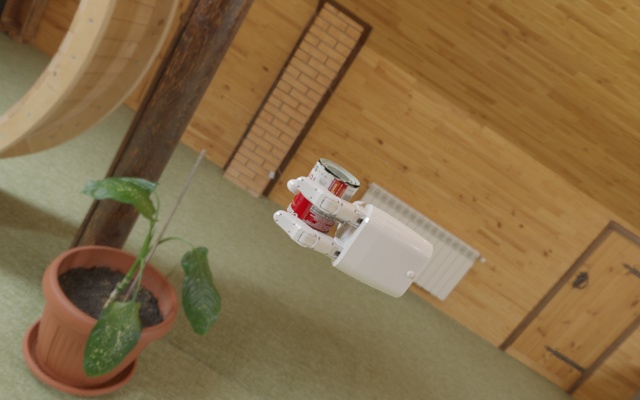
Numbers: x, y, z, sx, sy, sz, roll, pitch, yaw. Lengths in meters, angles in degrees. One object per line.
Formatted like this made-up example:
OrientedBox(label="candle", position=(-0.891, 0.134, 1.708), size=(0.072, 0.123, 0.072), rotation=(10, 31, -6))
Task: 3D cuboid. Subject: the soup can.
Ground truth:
OrientedBox(label="soup can", position=(0.000, 0.002, 0.656), size=(0.068, 0.102, 0.068), rotation=(31, 16, -10))
